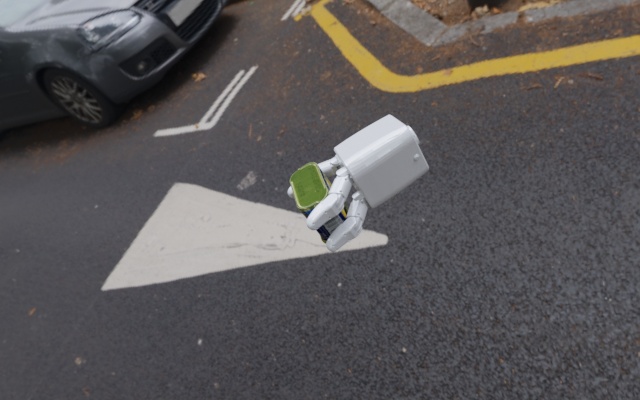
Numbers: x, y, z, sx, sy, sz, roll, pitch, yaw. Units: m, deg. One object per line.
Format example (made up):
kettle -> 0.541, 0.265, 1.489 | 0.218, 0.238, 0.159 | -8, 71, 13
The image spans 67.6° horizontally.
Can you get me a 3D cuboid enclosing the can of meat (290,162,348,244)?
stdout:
can of meat -> 0.000, 0.002, 0.729 | 0.057, 0.084, 0.102 | -30, 39, 7
